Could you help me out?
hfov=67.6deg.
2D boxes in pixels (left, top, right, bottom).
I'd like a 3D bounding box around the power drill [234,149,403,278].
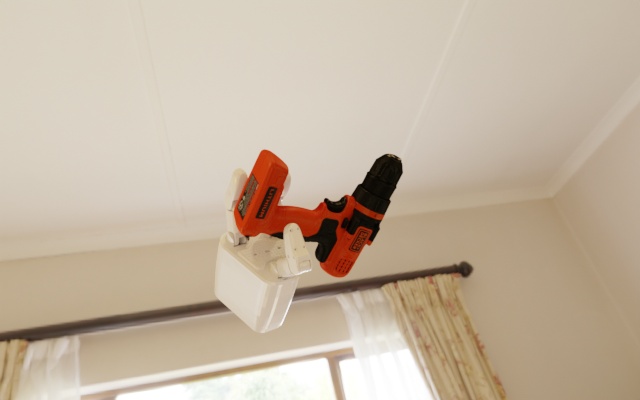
[{"bbox_3d":[0.000,0.002,0.605,0.188,0.184,0.057,20,15,-28],"label":"power drill"}]
